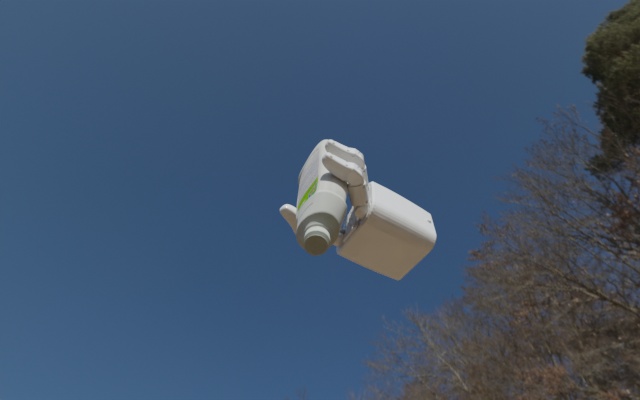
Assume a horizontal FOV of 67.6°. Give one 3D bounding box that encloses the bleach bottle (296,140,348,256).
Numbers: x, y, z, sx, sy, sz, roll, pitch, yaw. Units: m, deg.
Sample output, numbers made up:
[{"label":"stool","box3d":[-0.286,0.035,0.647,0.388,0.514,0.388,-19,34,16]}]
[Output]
[{"label":"bleach bottle","box3d":[0.000,0.002,0.665,0.068,0.103,0.250,26,26,-8]}]
